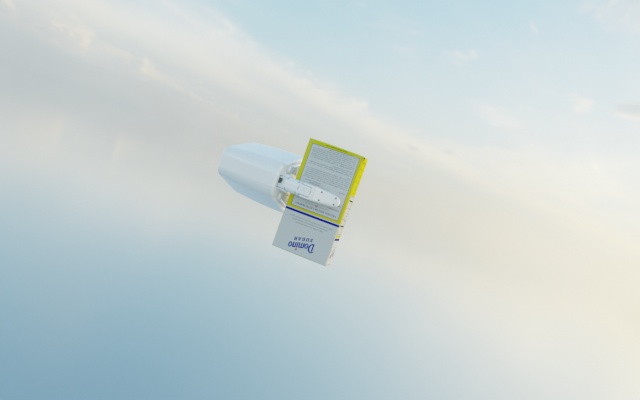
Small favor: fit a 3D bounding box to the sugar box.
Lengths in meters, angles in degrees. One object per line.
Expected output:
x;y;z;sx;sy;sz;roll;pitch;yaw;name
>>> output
0.000;0.002;0.738;0.093;0.176;0.048;21;3;15;sugar box
